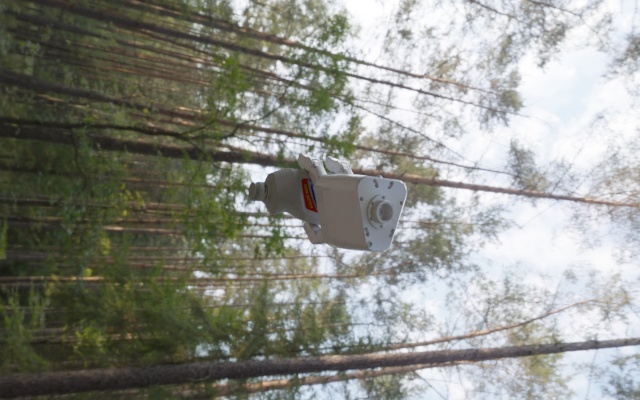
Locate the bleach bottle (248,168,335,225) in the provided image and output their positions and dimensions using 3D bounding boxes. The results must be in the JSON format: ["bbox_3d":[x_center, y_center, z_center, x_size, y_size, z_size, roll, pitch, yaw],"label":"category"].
[{"bbox_3d":[0.000,0.003,0.801,0.251,0.102,0.068,5,-1,-31],"label":"bleach bottle"}]
